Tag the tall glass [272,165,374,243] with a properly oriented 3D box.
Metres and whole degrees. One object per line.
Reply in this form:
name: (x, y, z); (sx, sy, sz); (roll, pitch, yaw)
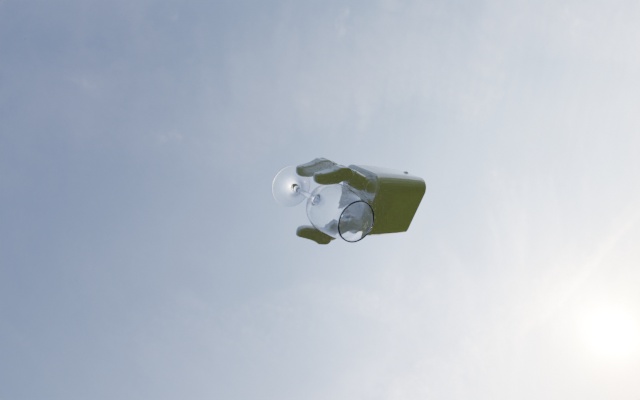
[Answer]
tall glass: (0.000, 0.002, 0.743); (0.079, 0.079, 0.201); (0, 16, -32)
